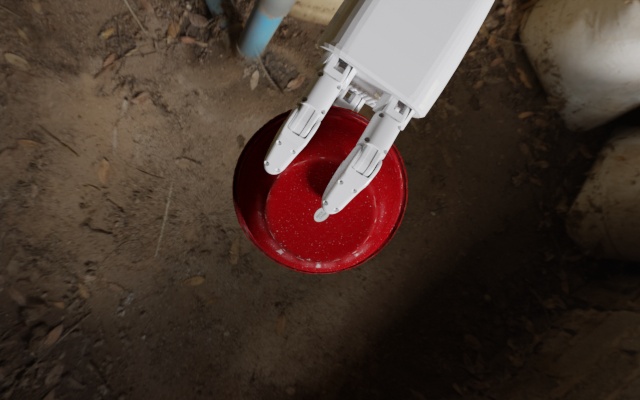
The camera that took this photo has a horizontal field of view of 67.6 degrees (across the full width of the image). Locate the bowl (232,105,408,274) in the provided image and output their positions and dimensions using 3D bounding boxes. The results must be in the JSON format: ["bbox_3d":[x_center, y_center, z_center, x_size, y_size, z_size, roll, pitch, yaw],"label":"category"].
[{"bbox_3d":[0.000,0.003,0.415,0.162,0.162,0.055,0,18,-1],"label":"bowl"}]
